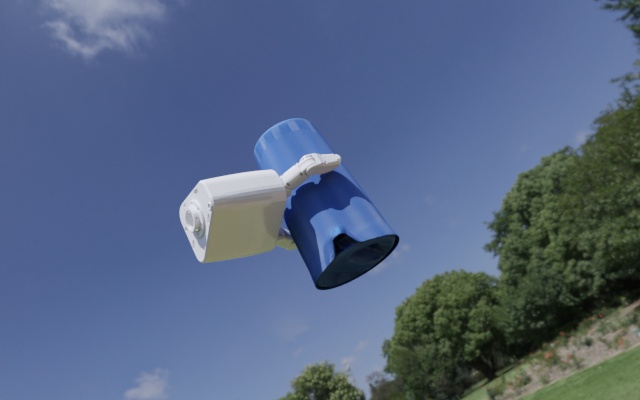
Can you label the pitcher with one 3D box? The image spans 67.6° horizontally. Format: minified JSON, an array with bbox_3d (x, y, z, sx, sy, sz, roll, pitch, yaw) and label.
[{"bbox_3d":[0.000,0.002,0.711,0.145,0.242,0.149,-11,-32,-36],"label":"pitcher"}]
